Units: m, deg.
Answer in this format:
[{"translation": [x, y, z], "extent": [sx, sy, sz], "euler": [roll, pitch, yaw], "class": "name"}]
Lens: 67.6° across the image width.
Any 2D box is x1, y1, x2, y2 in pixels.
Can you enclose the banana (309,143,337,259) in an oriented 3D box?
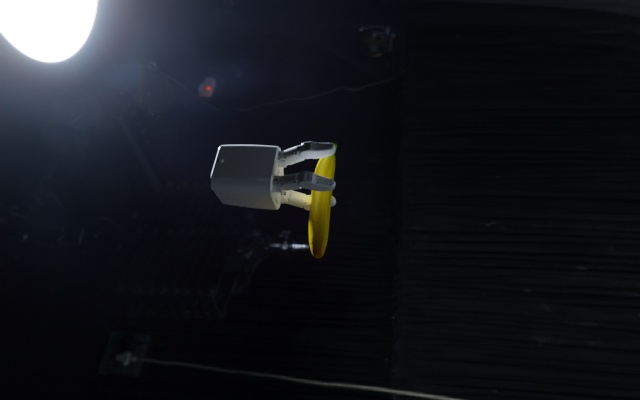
[{"translation": [0.001, 0.003, 0.824], "extent": [0.037, 0.197, 0.069], "euler": [6, -10, 2], "class": "banana"}]
